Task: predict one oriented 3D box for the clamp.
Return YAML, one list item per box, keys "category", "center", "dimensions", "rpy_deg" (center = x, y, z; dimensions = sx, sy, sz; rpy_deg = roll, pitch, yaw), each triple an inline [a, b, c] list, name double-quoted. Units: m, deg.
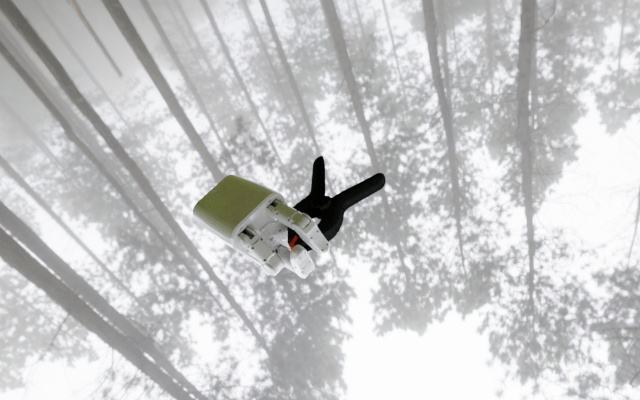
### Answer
- category: "clamp"
  center: [0.000, 0.003, 0.687]
  dimensions: [0.120, 0.039, 0.171]
  rpy_deg: [25, 60, 39]
